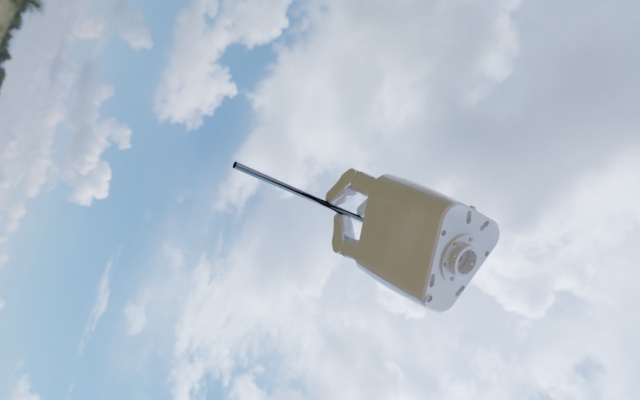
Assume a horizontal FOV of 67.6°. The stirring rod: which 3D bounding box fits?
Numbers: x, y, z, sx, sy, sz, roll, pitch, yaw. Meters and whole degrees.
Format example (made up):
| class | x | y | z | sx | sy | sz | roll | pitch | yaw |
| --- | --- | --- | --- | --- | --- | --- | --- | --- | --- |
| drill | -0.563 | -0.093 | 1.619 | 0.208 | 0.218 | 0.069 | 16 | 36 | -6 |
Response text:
| class | x | y | z | sx | sy | sz | roll | pitch | yaw |
| --- | --- | --- | --- | --- | --- | --- | --- | --- | --- |
| stirring rod | 0.000 | 0.002 | 0.571 | 0.239 | 0.011 | 0.011 | 24 | -14 | -35 |
